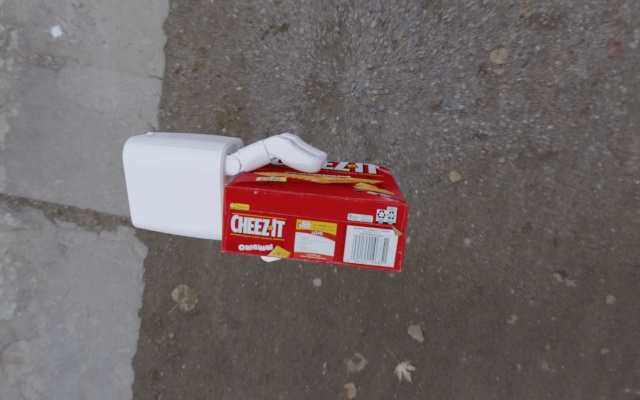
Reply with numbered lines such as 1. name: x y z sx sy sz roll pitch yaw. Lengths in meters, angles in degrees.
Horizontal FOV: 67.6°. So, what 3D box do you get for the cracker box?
1. cracker box: 0.000 0.002 0.516 0.164 0.072 0.213 6 13 2
